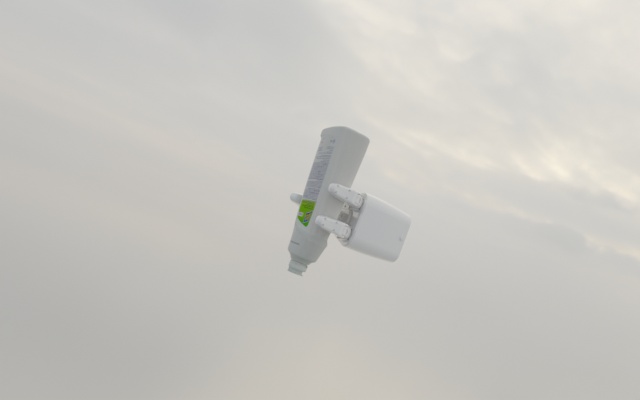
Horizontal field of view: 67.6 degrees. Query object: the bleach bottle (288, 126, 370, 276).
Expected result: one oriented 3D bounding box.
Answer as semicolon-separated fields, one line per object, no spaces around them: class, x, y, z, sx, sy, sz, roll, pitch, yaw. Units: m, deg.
bleach bottle;0.000;0.003;0.802;0.068;0.251;0.102;23;-6;-22
